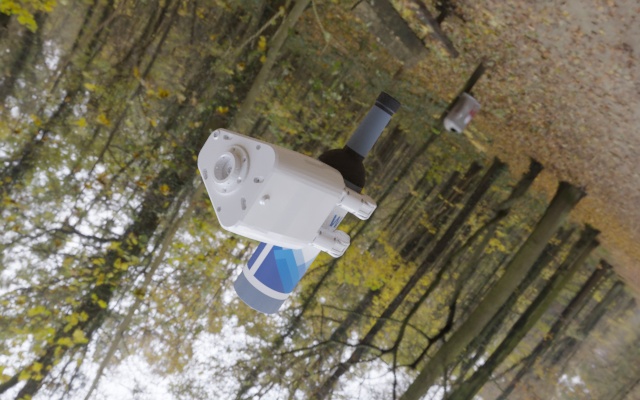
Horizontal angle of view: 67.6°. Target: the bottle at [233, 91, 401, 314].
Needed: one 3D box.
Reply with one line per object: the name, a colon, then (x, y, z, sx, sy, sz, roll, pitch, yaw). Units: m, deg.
bottle: (0.000, 0.002, 0.573, 0.069, 0.296, 0.069, 33, 11, -7)
